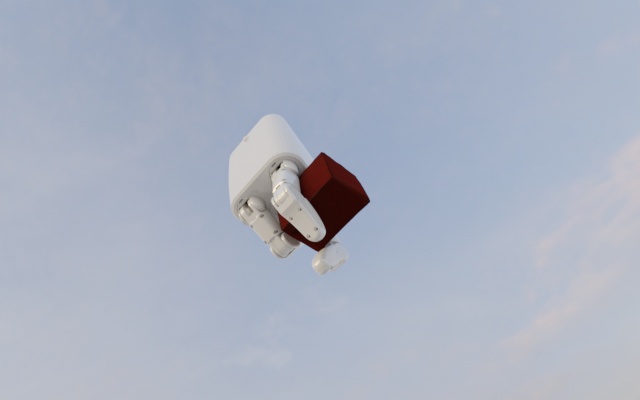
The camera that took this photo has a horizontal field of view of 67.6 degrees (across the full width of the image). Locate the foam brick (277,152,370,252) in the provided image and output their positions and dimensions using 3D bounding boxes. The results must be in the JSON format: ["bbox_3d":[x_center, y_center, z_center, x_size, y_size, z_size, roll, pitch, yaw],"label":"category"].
[{"bbox_3d":[0.000,0.001,0.479,0.053,0.078,0.051,34,21,-29],"label":"foam brick"}]
